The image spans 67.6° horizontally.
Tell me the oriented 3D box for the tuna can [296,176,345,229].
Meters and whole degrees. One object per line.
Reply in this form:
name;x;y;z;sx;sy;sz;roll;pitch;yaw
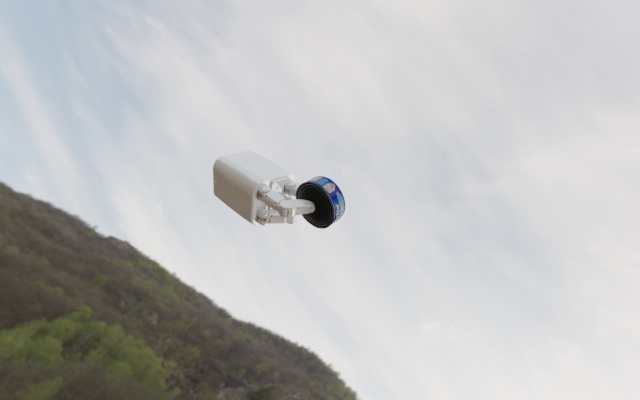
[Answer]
tuna can;0.001;0.002;0.809;0.086;0.086;0.033;0;23;45
